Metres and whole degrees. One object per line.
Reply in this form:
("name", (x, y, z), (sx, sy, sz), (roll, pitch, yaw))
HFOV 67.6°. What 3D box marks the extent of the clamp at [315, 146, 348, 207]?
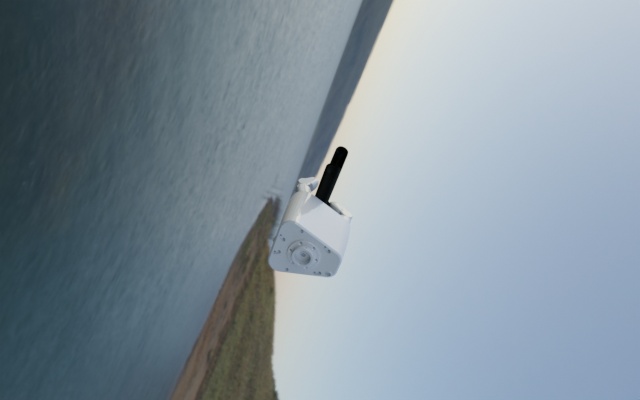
("clamp", (0.001, 0.004, 0.857), (0.036, 0.210, 0.164), (23, 25, 2))
